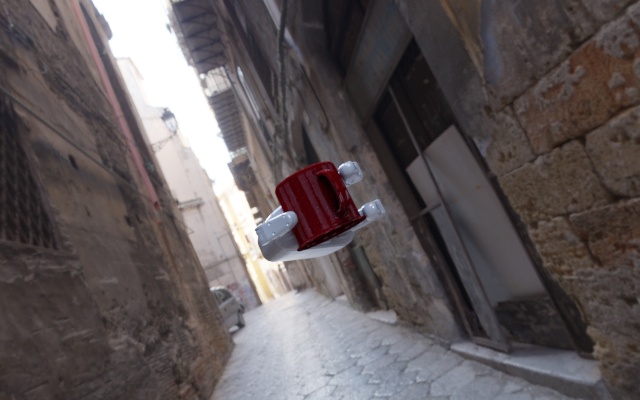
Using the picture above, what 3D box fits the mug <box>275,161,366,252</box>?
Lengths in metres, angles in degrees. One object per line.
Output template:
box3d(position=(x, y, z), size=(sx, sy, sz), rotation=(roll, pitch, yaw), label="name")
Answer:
box3d(position=(0.000, 0.001, 0.568), size=(0.093, 0.081, 0.117), rotation=(-22, -10, -24), label="mug")
